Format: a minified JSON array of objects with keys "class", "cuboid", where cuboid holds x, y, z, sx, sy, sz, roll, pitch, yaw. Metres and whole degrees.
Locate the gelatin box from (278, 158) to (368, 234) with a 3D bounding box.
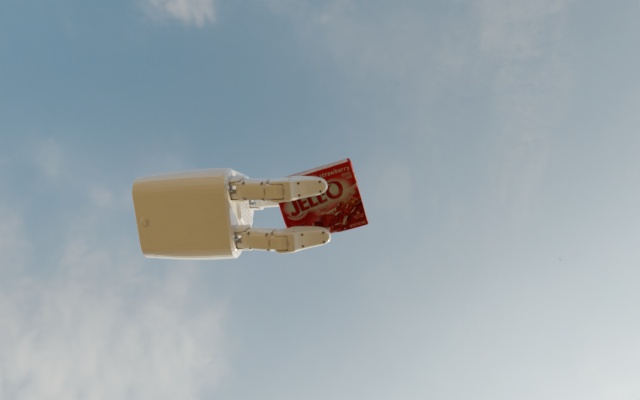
[{"class":"gelatin box","cuboid":[0.000,0.002,0.523,0.089,0.073,0.030,-16,13,4]}]
